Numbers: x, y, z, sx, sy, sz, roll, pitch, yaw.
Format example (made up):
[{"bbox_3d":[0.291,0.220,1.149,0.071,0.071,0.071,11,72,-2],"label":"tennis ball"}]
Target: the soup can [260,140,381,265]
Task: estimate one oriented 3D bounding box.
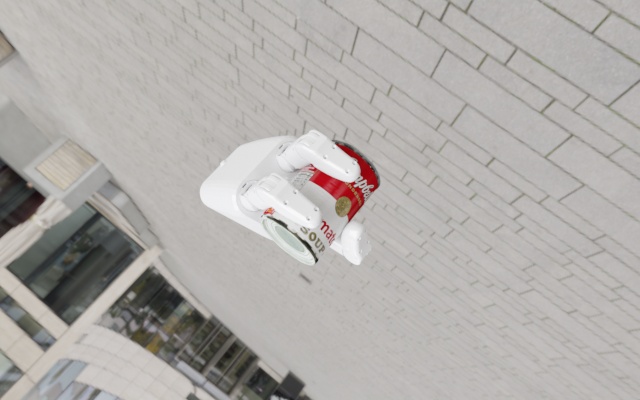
[{"bbox_3d":[0.000,0.002,0.450,0.068,0.102,0.068,34,-21,16],"label":"soup can"}]
